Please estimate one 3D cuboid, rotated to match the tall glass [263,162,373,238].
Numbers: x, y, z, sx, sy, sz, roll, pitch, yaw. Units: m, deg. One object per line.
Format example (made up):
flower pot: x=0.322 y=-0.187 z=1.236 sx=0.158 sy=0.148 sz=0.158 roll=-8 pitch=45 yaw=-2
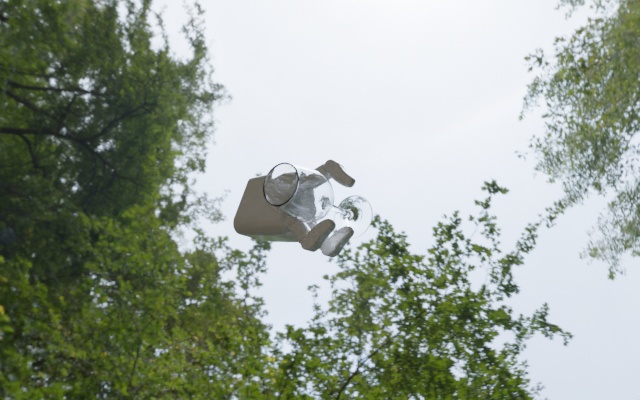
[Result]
tall glass: x=0.001 y=0.002 z=0.726 sx=0.079 sy=0.079 sz=0.201 roll=0 pitch=-15 yaw=34
